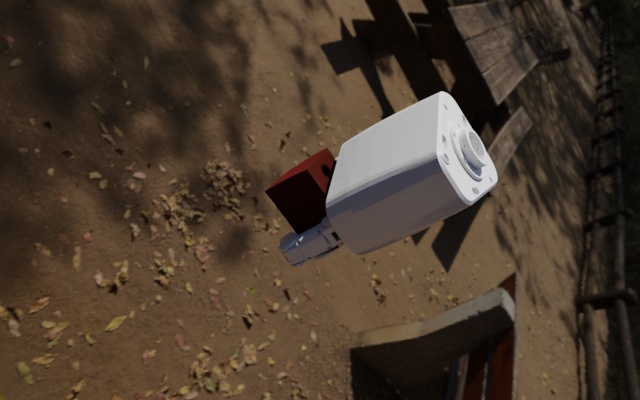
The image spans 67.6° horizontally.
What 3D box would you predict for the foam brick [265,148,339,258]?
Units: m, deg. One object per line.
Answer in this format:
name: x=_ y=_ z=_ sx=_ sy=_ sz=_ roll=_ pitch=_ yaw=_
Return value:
foam brick: x=0.000 y=0.001 z=0.437 sx=0.051 sy=0.078 sz=0.053 roll=-28 pitch=14 yaw=33
